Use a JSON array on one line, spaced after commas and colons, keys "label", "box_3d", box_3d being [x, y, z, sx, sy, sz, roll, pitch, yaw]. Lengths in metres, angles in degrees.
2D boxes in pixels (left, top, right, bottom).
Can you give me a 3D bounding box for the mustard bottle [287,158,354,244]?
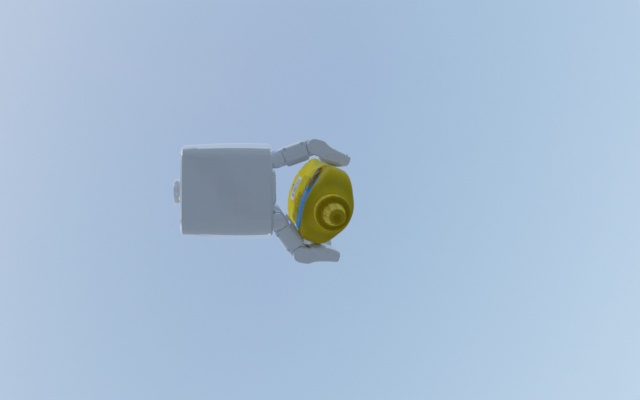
[{"label": "mustard bottle", "box_3d": [0.000, 0.002, 0.597, 0.058, 0.096, 0.191, 22, 5, -13]}]
